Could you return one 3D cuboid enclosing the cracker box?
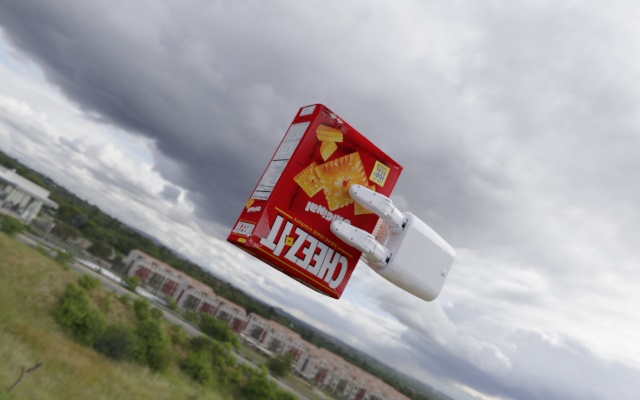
[{"bbox_3d":[0.000,0.002,0.651,0.164,0.213,0.072,35,-16,-27],"label":"cracker box"}]
